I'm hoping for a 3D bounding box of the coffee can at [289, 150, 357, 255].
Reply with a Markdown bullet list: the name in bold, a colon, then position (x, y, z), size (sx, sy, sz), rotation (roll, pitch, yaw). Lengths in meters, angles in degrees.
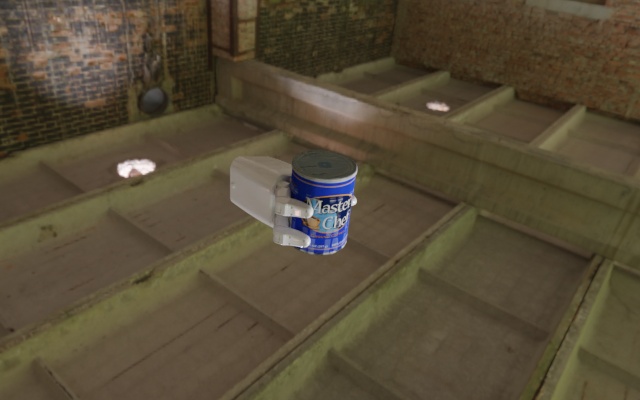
- **coffee can**: position (0.000, 0.002, 0.776), size (0.103, 0.140, 0.102), rotation (5, 30, -3)
